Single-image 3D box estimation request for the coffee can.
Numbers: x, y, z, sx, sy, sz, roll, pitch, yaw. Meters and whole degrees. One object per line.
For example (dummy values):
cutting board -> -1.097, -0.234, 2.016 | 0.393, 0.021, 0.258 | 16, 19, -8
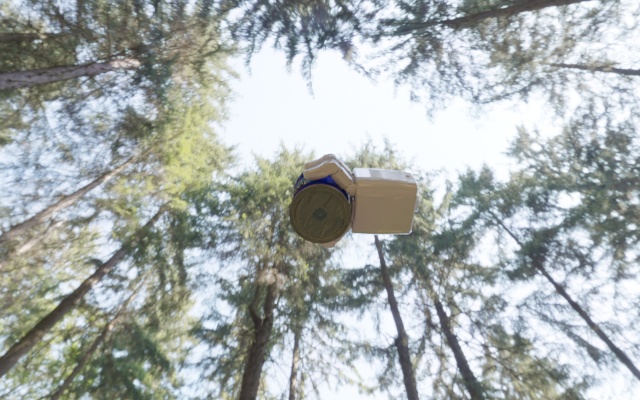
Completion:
coffee can -> 0.000, 0.003, 0.852 | 0.103, 0.103, 0.140 | 0, 18, 1
